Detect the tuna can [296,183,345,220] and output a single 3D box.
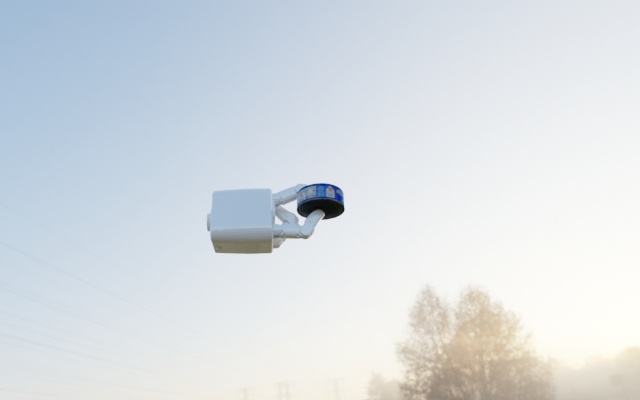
[{"bbox_3d":[0.000,0.002,0.850,0.086,0.033,0.086,-1,-27,-1],"label":"tuna can"}]
